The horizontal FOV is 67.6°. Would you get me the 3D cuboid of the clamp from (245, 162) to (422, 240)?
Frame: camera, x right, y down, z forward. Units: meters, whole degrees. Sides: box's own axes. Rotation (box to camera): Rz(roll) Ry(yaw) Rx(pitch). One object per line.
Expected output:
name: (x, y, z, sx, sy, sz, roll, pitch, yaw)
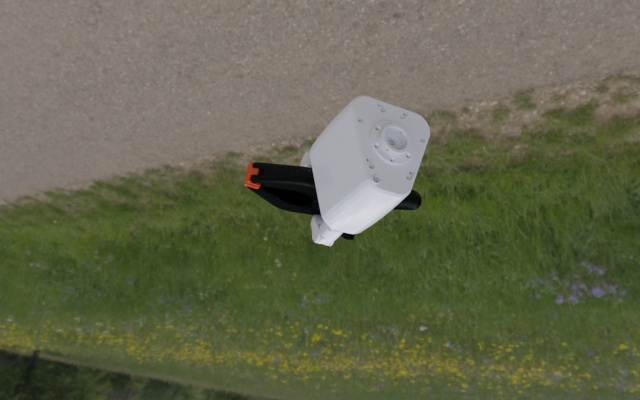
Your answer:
clamp: (0.000, 0.003, 0.620, 0.210, 0.036, 0.165, 15, -27, -18)
